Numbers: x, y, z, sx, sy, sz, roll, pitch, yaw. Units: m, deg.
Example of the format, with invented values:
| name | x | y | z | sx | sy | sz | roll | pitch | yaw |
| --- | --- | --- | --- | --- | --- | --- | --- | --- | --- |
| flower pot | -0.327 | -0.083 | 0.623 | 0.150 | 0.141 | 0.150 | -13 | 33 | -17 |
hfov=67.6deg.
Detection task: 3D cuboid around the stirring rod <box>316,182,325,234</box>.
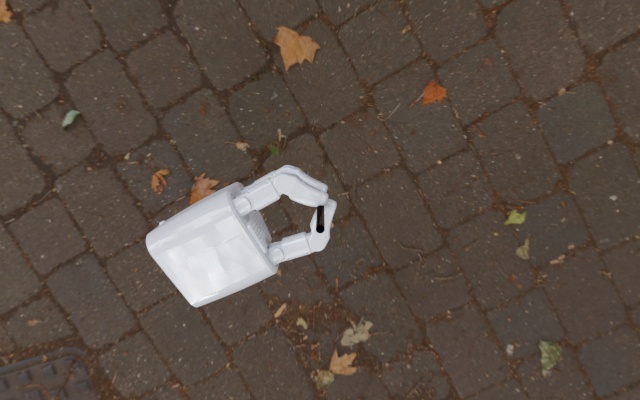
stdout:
| name | x | y | z | sx | sy | sz | roll | pitch | yaw |
| --- | --- | --- | --- | --- | --- | --- | --- | --- | --- |
| stirring rod | 0.000 | 0.002 | 0.539 | 0.011 | 0.011 | 0.239 | 0 | 11 | 0 |
